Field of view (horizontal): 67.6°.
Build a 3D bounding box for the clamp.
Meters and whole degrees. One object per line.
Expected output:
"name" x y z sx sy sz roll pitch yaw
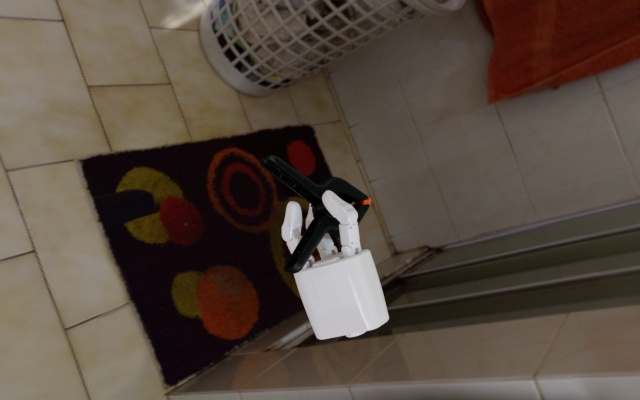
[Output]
"clamp" 0.001 0.002 0.709 0.036 0.164 0.210 -18 -1 41
